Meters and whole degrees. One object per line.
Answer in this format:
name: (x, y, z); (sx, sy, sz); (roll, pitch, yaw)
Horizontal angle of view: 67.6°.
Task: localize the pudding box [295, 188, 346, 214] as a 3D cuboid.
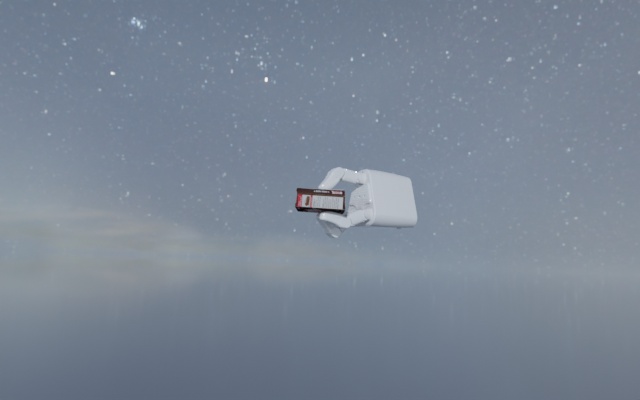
pudding box: (0.000, 0.003, 0.882); (0.090, 0.039, 0.113); (3, -8, 0)
